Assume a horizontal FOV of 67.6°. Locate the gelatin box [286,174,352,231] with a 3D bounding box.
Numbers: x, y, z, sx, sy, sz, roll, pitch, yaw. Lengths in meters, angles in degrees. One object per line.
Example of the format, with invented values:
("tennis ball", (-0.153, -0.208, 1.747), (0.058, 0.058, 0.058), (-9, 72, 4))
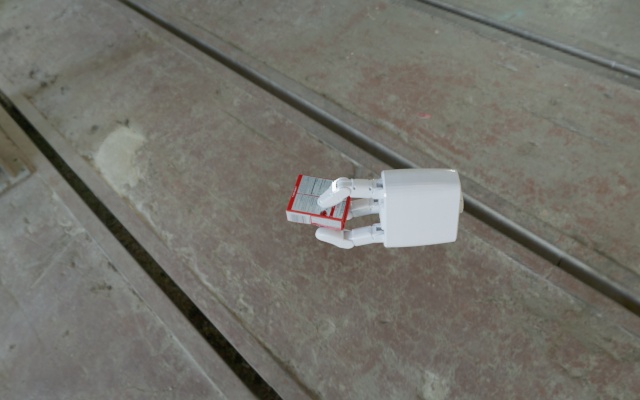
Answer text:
("gelatin box", (0.000, 0.002, 0.720), (0.089, 0.073, 0.030), (10, -36, 9))
